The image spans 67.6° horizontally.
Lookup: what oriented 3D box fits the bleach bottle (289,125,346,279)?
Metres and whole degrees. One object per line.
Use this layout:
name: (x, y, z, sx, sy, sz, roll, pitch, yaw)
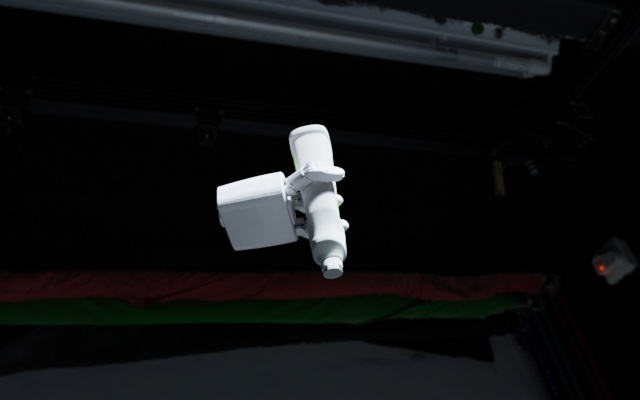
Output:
bleach bottle: (0.000, 0.002, 0.751, 0.068, 0.250, 0.103, -12, -38, 2)
